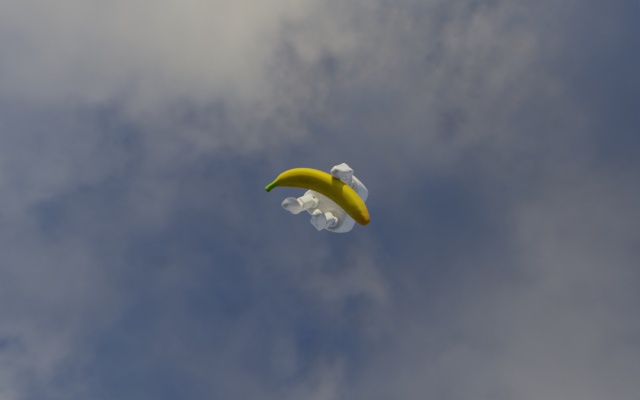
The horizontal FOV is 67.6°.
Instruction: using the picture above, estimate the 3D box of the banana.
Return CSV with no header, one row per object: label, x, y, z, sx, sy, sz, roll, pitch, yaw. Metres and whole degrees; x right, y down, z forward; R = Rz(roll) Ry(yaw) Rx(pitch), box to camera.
banana,0.004,-0.015,0.840,0.198,0.069,0.037,18,-10,18
